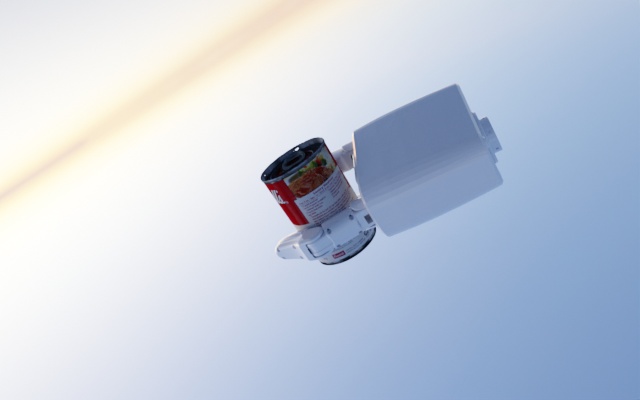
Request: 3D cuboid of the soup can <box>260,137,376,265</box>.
[{"bbox_3d":[0.000,0.002,0.447,0.068,0.102,0.068,-29,21,12],"label":"soup can"}]
